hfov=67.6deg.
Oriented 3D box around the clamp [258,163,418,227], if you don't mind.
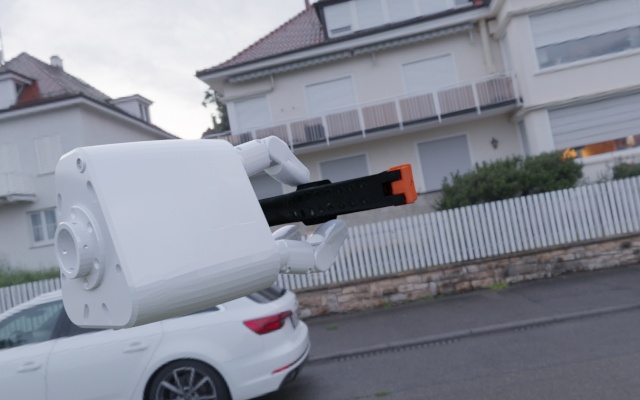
[{"bbox_3d":[0.000,0.001,0.422,0.210,0.036,0.164,-12,0,40],"label":"clamp"}]
